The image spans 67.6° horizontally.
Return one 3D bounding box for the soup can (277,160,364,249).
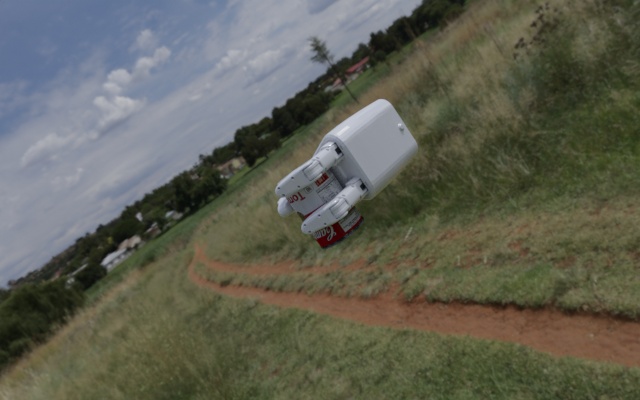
[{"bbox_3d":[0.000,0.002,0.613,0.068,0.102,0.068,-34,9,6],"label":"soup can"}]
